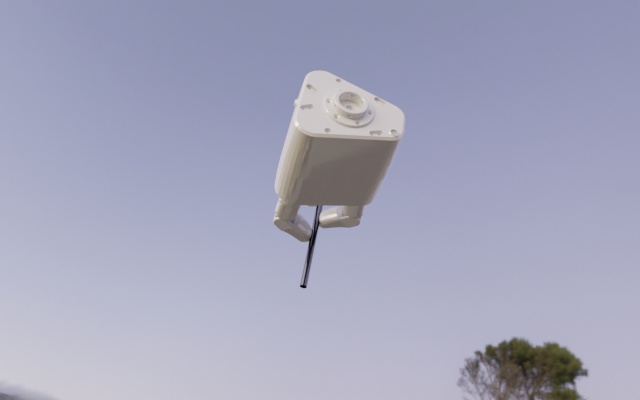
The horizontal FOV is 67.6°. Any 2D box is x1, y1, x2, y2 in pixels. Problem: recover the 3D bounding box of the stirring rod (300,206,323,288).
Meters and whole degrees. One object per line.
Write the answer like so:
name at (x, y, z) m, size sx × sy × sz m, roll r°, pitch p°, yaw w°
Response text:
stirring rod at (0.000, 0.002, 0.603) m, size 0.011 × 0.239 × 0.011 m, roll 7°, pitch -37°, yaw 6°
